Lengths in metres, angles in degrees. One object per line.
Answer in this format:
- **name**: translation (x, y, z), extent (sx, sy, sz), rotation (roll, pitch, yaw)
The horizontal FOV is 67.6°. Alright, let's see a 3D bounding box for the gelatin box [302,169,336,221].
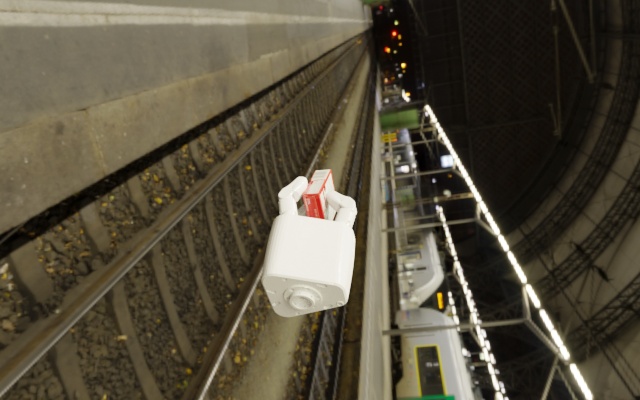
- **gelatin box**: translation (0.001, 0.002, 0.755), extent (0.030, 0.073, 0.089), rotation (-2, 29, 16)
